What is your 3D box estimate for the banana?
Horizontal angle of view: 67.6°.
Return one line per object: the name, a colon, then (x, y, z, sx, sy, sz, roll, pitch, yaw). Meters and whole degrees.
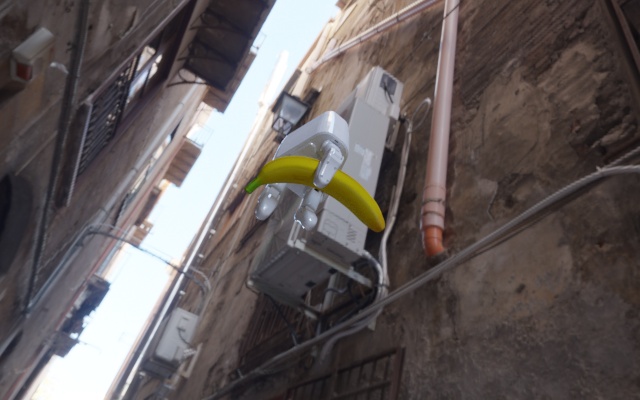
banana: (0.003, -0.016, 0.644, 0.198, 0.069, 0.037, 17, 10, -8)
